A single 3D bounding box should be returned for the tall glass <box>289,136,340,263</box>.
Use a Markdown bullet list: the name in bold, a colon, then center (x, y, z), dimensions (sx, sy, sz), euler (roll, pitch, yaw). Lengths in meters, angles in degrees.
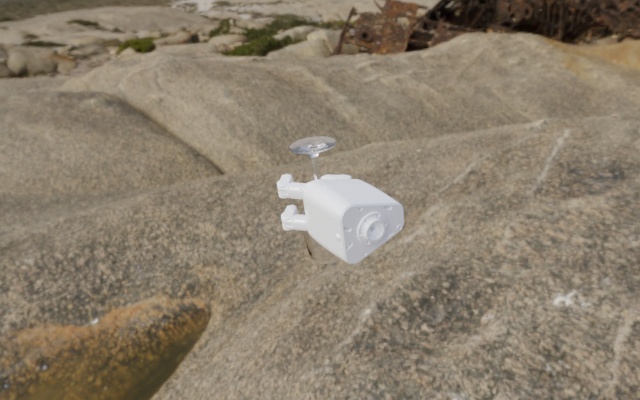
- **tall glass**: center (0.000, 0.002, 0.781), dimensions (0.079, 0.201, 0.079), euler (-6, 25, 3)
